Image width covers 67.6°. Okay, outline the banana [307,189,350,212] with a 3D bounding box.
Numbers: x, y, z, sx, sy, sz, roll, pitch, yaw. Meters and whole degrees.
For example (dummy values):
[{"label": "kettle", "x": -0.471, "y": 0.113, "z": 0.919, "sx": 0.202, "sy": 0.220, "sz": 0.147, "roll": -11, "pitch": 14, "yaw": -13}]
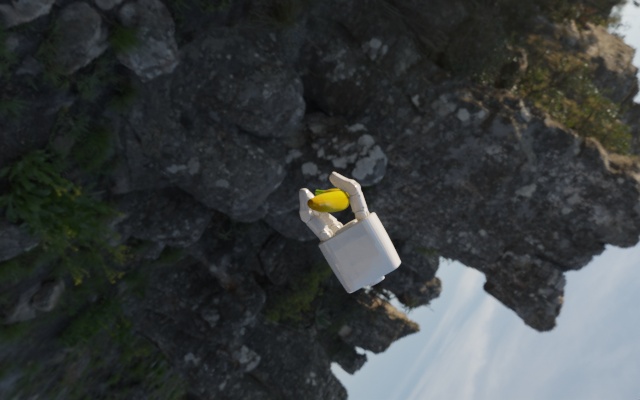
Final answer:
[{"label": "banana", "x": 0.019, "y": 0.001, "z": 0.858, "sx": 0.069, "sy": 0.037, "sz": 0.198, "roll": -5, "pitch": 4, "yaw": 4}]
